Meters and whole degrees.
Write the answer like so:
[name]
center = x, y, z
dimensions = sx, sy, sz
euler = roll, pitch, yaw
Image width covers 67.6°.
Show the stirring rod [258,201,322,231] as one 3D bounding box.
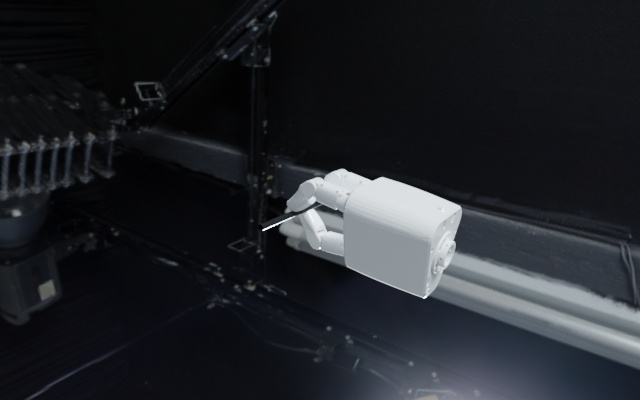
[stirring rod]
center = 0.000, 0.002, 0.641
dimensions = 0.011, 0.011, 0.239
euler = 0, 14, 36
